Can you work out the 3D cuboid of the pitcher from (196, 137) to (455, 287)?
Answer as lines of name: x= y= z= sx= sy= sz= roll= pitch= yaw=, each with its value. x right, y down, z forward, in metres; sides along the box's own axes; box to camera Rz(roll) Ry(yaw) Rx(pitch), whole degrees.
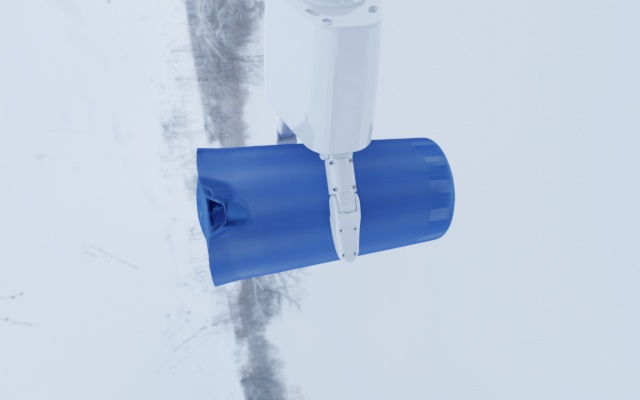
pitcher: x=0.000 y=0.001 z=0.488 sx=0.243 sy=0.145 sz=0.149 roll=-7 pitch=43 yaw=-10
